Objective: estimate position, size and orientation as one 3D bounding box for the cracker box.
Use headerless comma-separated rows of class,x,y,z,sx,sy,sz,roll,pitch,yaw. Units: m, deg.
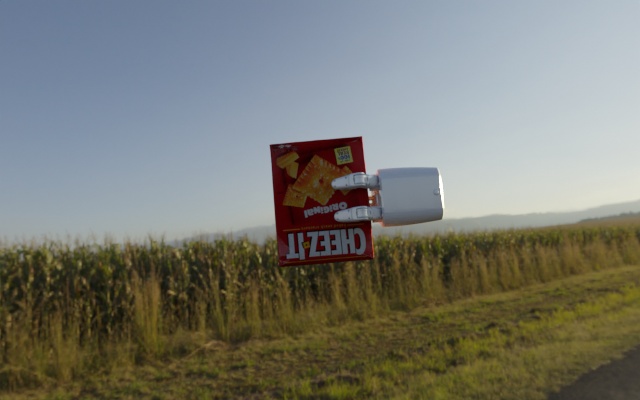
cracker box,0.000,0.003,0.831,0.164,0.213,0.072,-5,-7,-3
